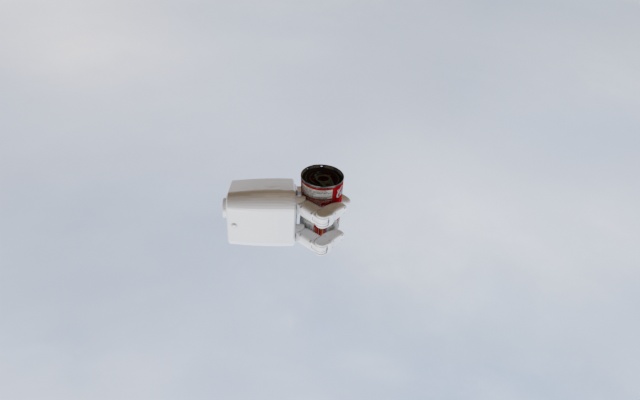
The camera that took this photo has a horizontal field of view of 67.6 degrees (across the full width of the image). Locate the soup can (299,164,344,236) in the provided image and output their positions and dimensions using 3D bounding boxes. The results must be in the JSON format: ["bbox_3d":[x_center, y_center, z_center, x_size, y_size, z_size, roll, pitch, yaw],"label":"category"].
[{"bbox_3d":[0.001,0.003,0.768,0.068,0.102,0.068,3,34,-2],"label":"soup can"}]
